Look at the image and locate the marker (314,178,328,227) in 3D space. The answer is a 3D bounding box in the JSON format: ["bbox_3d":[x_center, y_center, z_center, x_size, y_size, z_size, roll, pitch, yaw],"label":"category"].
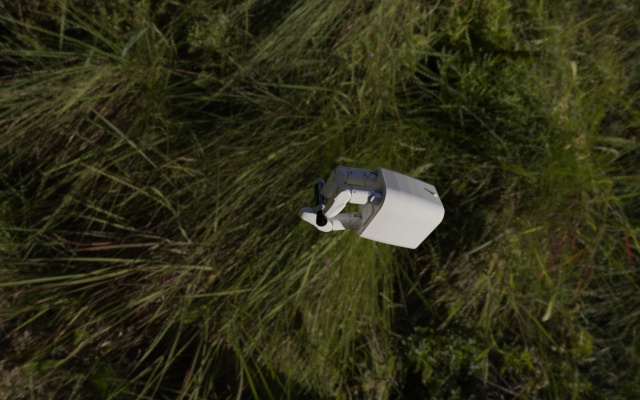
[{"bbox_3d":[0.000,0.003,0.787,0.020,0.020,0.121,0,35,-3],"label":"marker"}]
